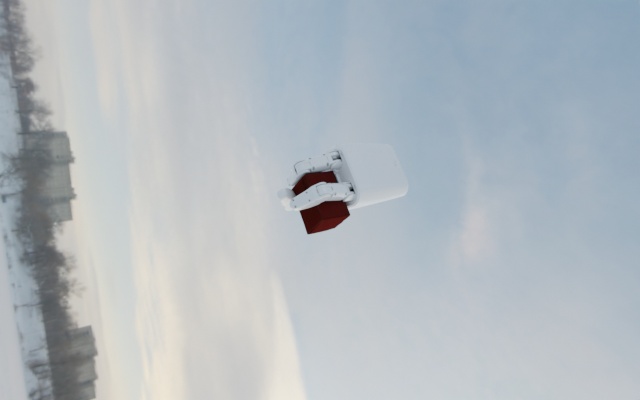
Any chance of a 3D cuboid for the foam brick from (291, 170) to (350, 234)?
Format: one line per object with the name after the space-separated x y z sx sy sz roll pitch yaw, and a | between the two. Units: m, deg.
0.000 0.003 0.710 0.051 0.078 0.053 -7 -22 -34 | foam brick
